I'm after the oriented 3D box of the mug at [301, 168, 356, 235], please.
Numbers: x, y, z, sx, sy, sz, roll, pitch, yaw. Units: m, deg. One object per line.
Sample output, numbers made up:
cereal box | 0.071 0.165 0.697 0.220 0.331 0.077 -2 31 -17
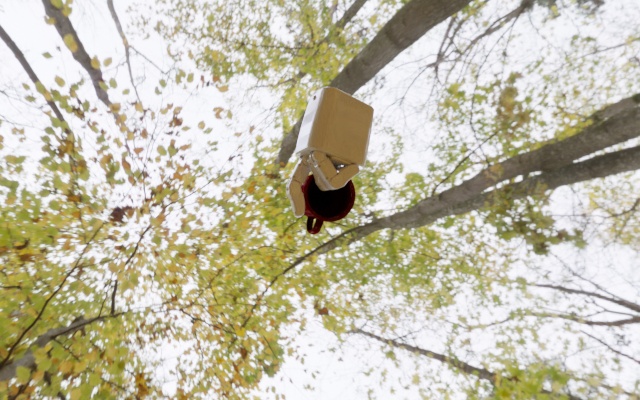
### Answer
mug | 0.000 0.004 0.836 0.093 0.117 0.081 16 -7 -19
